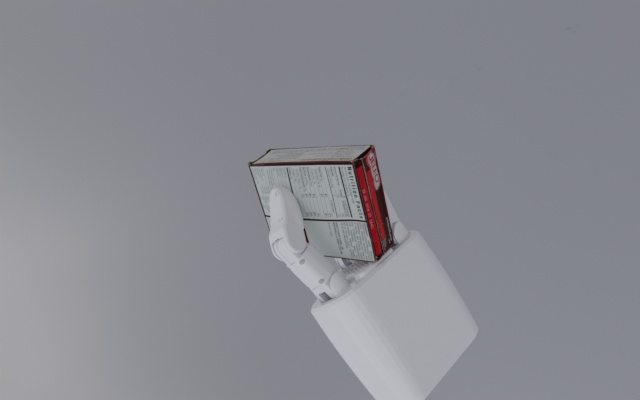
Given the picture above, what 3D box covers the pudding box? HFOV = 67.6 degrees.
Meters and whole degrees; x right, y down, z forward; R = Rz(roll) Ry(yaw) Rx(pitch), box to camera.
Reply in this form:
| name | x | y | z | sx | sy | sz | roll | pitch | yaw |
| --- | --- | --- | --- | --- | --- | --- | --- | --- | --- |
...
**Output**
| name | x | y | z | sx | sy | sz | roll | pitch | yaw |
| --- | --- | --- | --- | --- | --- | --- | --- | --- | --- |
| pudding box | 0.000 | 0.001 | 0.406 | 0.113 | 0.090 | 0.039 | 2 | 27 | 34 |
